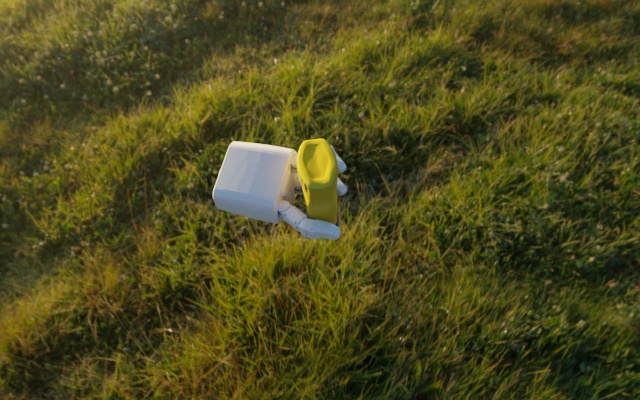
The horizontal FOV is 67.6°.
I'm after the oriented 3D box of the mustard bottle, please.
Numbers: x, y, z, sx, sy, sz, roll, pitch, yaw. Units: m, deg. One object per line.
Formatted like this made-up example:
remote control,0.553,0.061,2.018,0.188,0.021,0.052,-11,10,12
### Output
mustard bottle,0.000,0.002,0.741,0.058,0.096,0.192,-9,-37,-3
